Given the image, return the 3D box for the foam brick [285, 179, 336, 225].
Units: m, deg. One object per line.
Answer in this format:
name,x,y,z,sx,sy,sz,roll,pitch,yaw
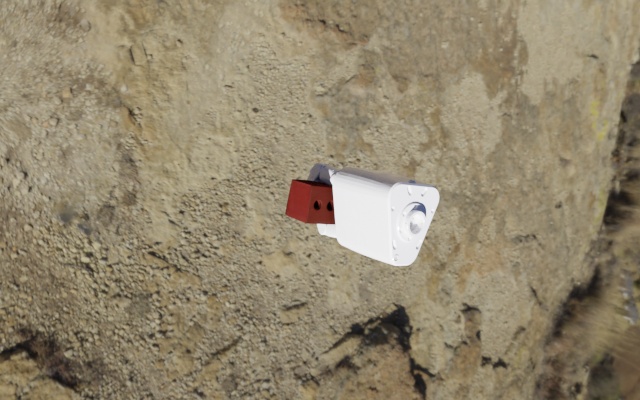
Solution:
foam brick,0.000,0.002,0.664,0.078,0.053,0.051,3,10,-37
